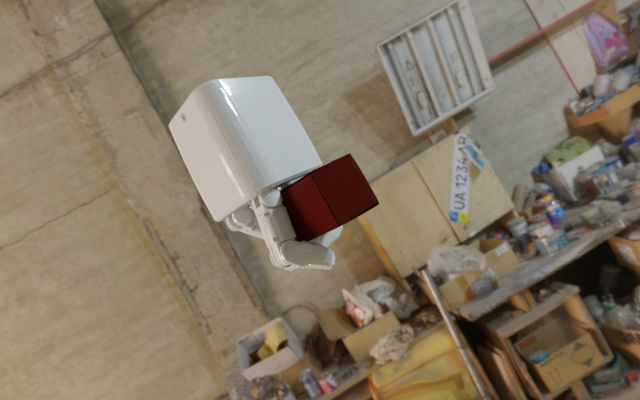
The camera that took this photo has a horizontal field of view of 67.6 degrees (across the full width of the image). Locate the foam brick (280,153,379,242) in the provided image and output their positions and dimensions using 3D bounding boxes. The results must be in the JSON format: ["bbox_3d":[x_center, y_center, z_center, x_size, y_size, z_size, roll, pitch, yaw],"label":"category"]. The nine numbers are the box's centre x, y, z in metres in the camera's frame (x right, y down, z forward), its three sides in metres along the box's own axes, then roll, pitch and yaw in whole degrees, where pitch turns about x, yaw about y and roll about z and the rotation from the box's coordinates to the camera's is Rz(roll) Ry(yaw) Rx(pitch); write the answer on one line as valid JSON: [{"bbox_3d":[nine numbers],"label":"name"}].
[{"bbox_3d":[0.000,0.001,0.420,0.053,0.051,0.078,-27,-1,-40],"label":"foam brick"}]
